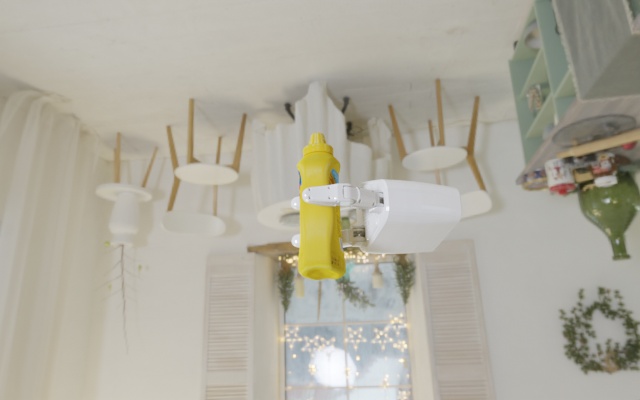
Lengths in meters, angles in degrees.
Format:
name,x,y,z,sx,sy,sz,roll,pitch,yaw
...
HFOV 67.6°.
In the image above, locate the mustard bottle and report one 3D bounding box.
name,x,y,z,sx,sy,sz,roll,pitch,yaw
mustard bottle,0.000,0.002,0.619,0.058,0.191,0.096,-5,-18,9
